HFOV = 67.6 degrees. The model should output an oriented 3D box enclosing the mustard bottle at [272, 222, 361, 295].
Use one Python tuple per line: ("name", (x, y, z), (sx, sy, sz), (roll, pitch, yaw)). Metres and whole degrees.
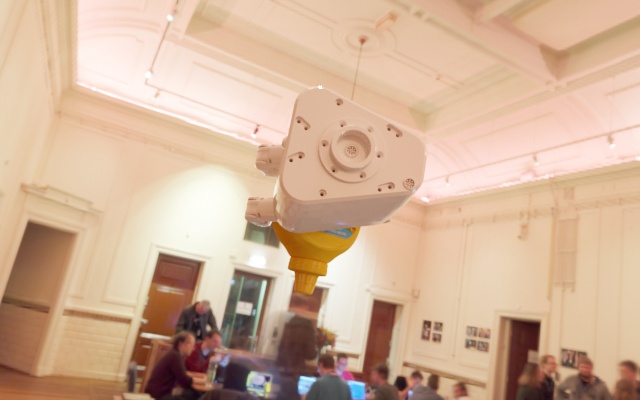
("mustard bottle", (0.000, 0.001, 0.501), (0.096, 0.191, 0.058), (17, -15, -26))
